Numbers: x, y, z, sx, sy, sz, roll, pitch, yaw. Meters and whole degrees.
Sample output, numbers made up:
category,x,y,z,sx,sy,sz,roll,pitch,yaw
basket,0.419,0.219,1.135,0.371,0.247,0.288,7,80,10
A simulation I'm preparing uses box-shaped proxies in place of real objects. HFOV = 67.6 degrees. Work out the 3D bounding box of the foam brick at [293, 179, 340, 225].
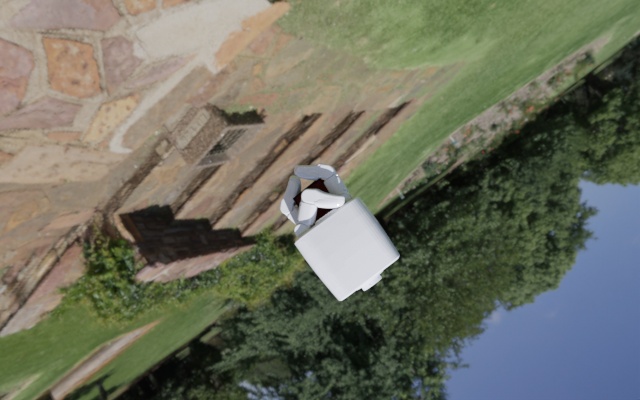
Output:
category,x,y,z,sx,sy,sz,roll,pitch,yaw
foam brick,0.000,0.002,0.735,0.053,0.051,0.078,-38,-7,10
